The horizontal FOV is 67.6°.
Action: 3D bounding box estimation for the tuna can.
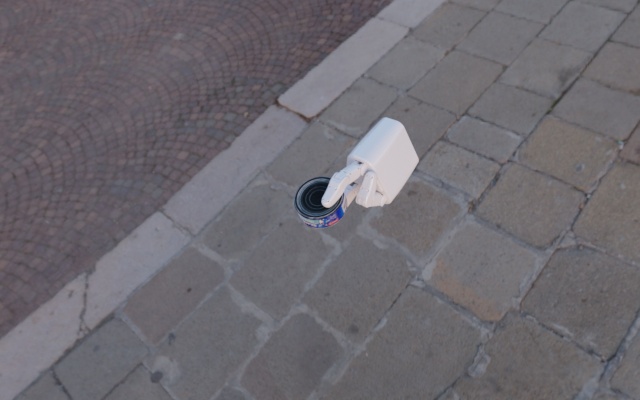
[{"bbox_3d":[0.000,0.002,0.795,0.086,0.086,0.034,0,-33,15],"label":"tuna can"}]
